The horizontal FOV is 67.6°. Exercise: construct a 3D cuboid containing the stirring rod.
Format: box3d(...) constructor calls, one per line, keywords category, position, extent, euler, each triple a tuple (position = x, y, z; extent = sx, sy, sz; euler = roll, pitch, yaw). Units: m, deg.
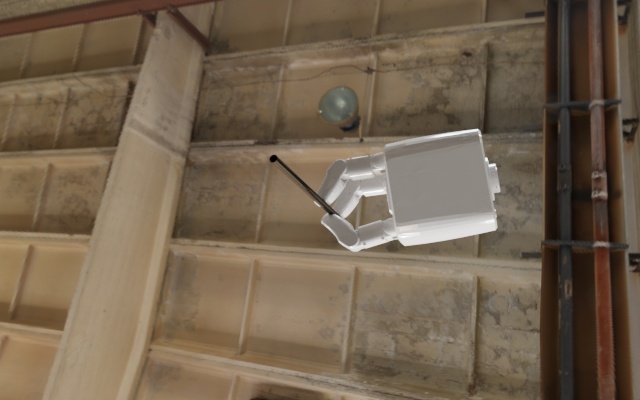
box3d(category="stirring rod", position=(0.000, 0.002, 0.543), extent=(0.011, 0.011, 0.240), euler=(0, -20, 22))
